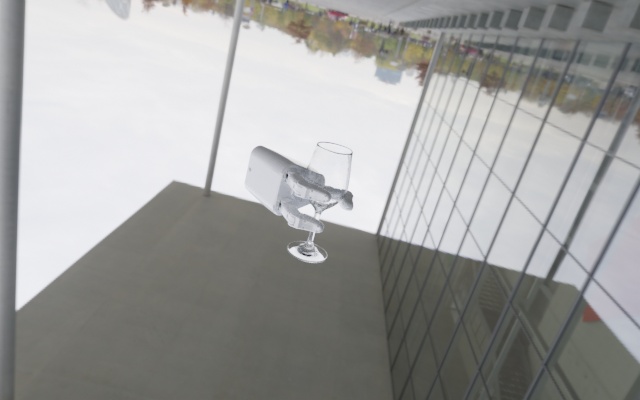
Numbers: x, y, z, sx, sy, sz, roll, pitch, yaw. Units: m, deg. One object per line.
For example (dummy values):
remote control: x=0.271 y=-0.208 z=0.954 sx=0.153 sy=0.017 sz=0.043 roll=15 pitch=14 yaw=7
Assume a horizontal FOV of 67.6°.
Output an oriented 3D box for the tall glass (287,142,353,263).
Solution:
tall glass: x=0.000 y=0.003 z=0.825 sx=0.079 sy=0.201 sz=0.079 roll=13 pitch=21 yaw=-5
